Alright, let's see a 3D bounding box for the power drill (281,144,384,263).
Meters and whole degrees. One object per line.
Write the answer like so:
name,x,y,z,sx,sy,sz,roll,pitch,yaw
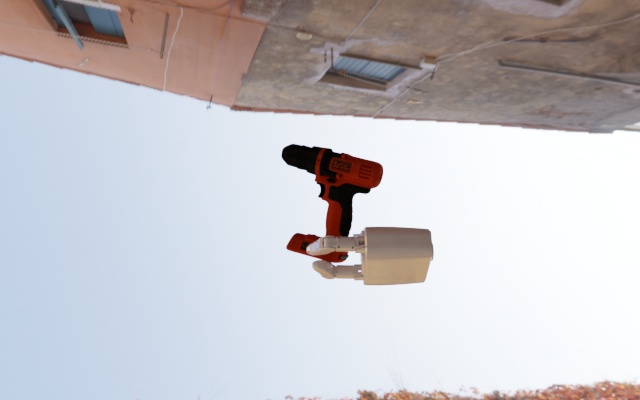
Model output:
power drill,0.000,0.003,0.820,0.184,0.187,0.057,15,2,19
